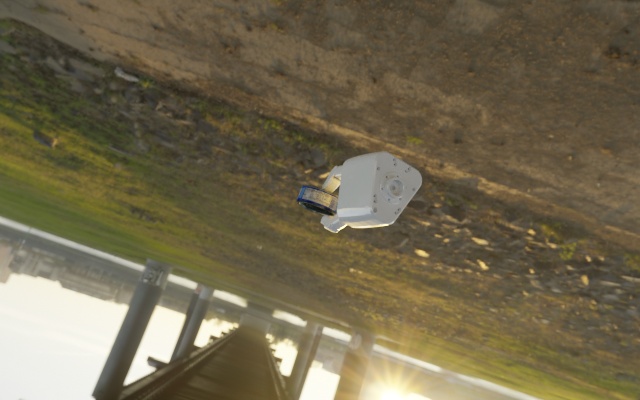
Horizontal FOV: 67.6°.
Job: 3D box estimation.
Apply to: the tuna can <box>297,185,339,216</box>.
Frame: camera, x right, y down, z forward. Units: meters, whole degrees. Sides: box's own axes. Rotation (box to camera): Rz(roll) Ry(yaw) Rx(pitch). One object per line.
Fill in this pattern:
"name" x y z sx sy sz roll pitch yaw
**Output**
"tuna can" 0.000 0.003 0.880 0.086 0.033 0.086 20 -10 4
